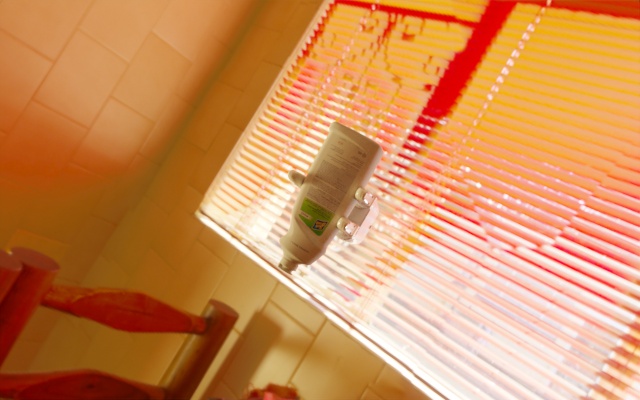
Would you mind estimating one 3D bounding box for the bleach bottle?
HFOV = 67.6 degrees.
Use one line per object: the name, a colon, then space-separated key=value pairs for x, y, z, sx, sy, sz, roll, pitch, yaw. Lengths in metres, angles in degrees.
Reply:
bleach bottle: x=0.000 y=0.003 z=0.780 sx=0.102 sy=0.251 sz=0.068 roll=30 pitch=-3 yaw=17
